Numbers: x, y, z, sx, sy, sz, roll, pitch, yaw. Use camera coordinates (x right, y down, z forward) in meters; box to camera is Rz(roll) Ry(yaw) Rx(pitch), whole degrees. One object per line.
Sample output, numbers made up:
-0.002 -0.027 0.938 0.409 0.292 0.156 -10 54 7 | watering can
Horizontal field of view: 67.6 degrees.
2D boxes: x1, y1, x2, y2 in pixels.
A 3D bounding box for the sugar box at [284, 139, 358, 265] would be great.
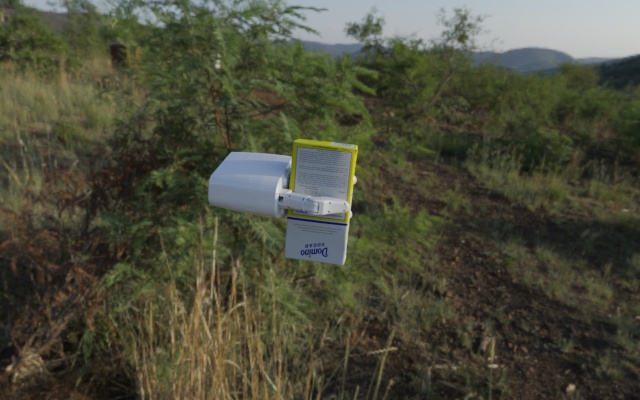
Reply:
0.000 0.002 0.708 0.093 0.176 0.048 7 15 6 | sugar box
